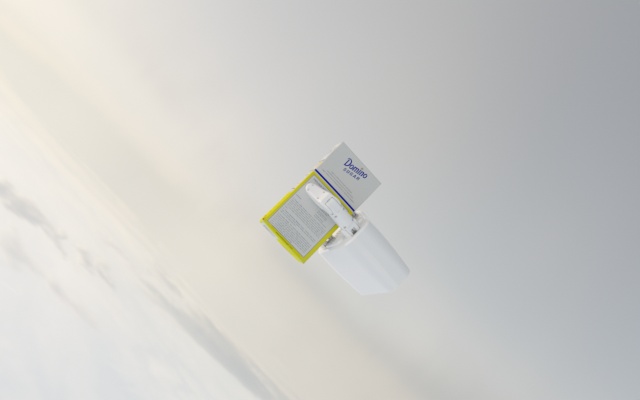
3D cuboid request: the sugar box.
[{"bbox_3d":[0.000,0.003,0.740,0.176,0.093,0.048,-45,9,-14],"label":"sugar box"}]
